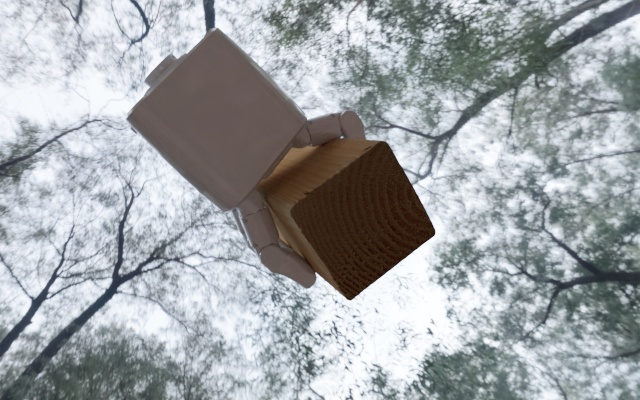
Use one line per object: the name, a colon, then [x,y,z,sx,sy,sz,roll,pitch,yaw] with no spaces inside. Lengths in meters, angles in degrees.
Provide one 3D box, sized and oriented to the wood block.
wood block: [0.000,0.001,0.443,0.091,0.090,0.206,-36,19,-11]
